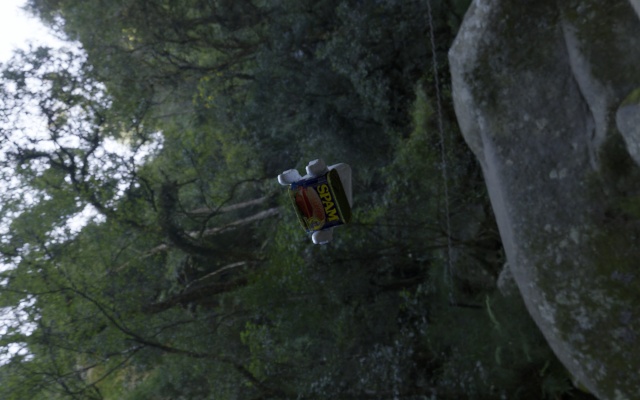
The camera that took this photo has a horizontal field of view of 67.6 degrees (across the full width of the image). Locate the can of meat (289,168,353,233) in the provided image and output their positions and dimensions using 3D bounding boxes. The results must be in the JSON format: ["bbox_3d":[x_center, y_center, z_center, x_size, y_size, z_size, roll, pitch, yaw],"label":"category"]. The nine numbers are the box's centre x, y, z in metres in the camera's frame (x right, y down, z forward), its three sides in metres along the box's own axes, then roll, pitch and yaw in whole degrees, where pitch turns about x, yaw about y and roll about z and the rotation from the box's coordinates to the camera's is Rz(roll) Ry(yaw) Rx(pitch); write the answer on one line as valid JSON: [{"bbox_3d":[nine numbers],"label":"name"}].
[{"bbox_3d":[0.000,0.003,0.864,0.084,0.102,0.057,-16,13,20],"label":"can of meat"}]
